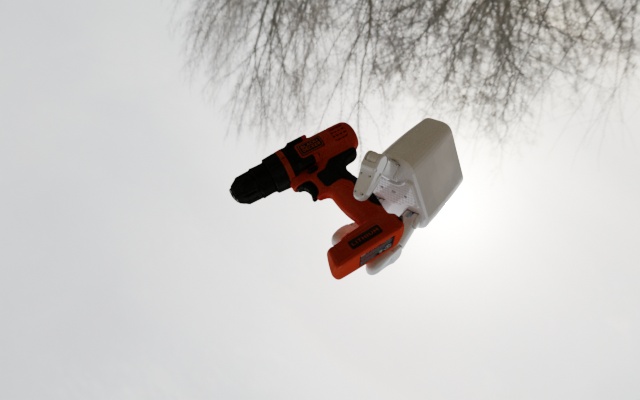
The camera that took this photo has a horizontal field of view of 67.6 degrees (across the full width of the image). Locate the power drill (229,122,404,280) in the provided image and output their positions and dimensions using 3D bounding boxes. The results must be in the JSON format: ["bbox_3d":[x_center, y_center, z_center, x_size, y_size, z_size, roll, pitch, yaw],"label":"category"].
[{"bbox_3d":[0.001,0.002,0.600,0.184,0.187,0.057,-29,-24,-10],"label":"power drill"}]
